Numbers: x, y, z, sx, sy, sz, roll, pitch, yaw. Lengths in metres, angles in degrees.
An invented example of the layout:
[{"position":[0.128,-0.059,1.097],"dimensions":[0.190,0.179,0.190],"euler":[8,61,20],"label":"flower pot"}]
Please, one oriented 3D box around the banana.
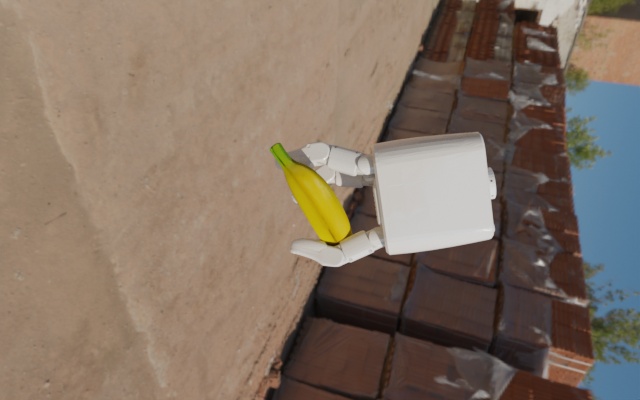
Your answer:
[{"position":[0.006,0.014,0.504],"dimensions":[0.037,0.069,0.198],"euler":[-27,-34,1],"label":"banana"}]
